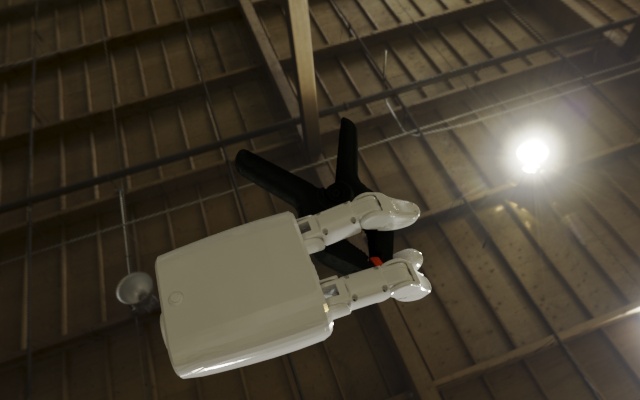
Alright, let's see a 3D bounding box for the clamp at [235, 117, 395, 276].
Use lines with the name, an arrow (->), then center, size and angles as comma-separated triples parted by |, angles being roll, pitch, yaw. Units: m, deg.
clamp -> 0.000, 0.002, 0.408 | 0.120, 0.171, 0.039 | -16, -34, -9
